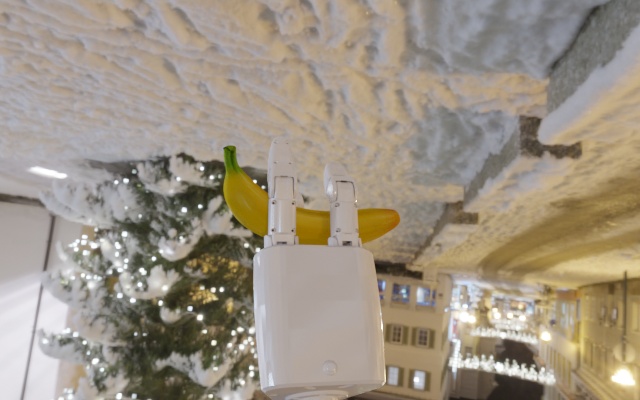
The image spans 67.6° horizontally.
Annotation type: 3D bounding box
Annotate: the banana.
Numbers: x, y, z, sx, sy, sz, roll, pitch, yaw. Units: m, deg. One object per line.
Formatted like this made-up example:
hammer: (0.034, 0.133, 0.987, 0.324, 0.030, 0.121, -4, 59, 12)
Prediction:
banana: (-0.012, 0.015, 0.455, 0.198, 0.070, 0.037, 20, 28, -29)
